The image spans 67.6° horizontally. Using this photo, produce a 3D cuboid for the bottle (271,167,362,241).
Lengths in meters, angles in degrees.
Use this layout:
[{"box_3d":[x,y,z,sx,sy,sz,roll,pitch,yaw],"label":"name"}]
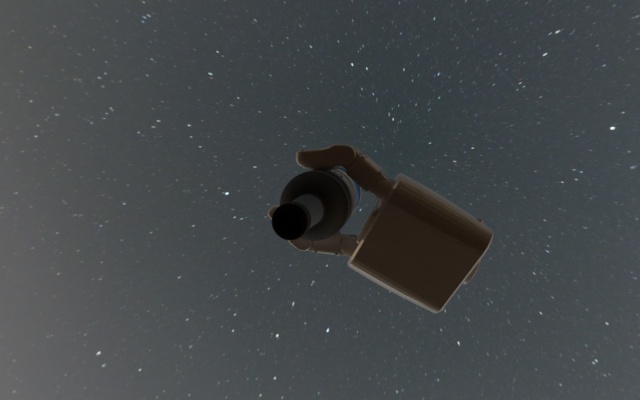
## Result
[{"box_3d":[0.000,0.002,0.487,0.069,0.069,0.295,0,5,9],"label":"bottle"}]
